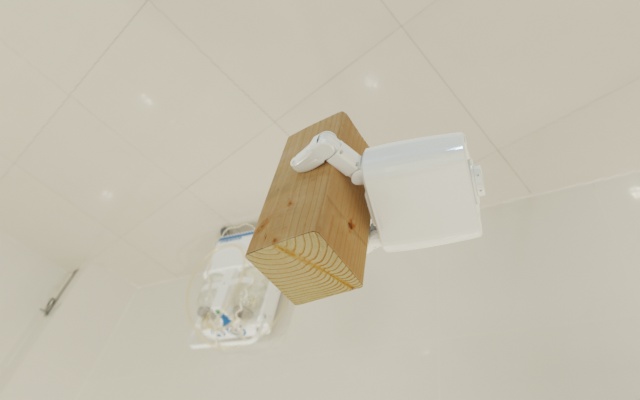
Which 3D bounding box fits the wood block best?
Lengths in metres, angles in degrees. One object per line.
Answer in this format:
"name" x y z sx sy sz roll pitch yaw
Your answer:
"wood block" 0.000 0.002 0.548 0.090 0.091 0.206 -21 34 28
